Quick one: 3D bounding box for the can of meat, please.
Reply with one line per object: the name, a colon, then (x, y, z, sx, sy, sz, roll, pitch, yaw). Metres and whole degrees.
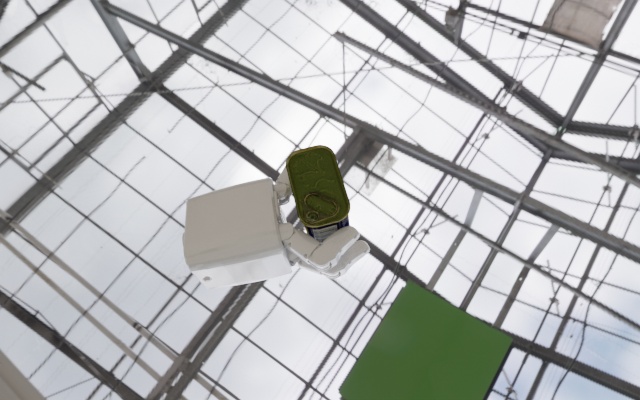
can of meat: (0.000, 0.002, 0.556, 0.057, 0.102, 0.084, -15, -30, -2)
